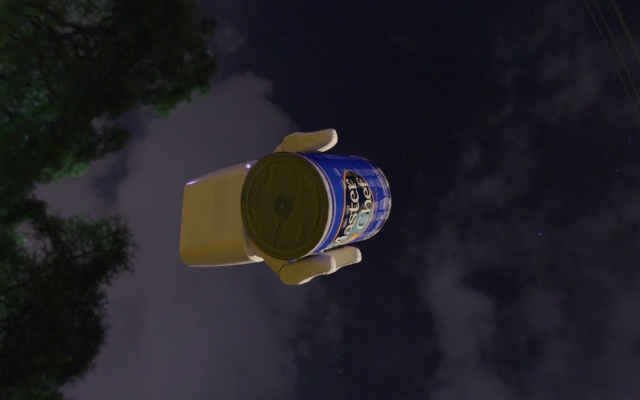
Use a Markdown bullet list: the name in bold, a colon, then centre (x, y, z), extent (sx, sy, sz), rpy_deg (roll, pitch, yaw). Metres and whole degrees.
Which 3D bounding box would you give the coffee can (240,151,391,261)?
- **coffee can**: centre (0.000, 0.002, 0.505), extent (0.103, 0.103, 0.140), rpy_deg (0, 3, 32)
